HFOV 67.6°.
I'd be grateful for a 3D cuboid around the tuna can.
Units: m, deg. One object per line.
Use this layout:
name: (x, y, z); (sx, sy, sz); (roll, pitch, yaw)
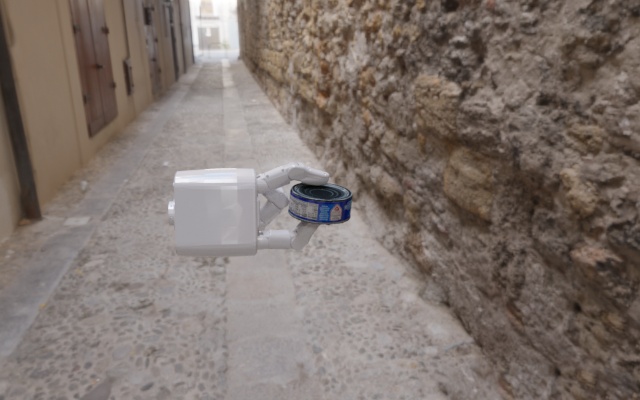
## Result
tuna can: (0.000, 0.002, 0.644); (0.086, 0.034, 0.086); (5, 18, -2)
